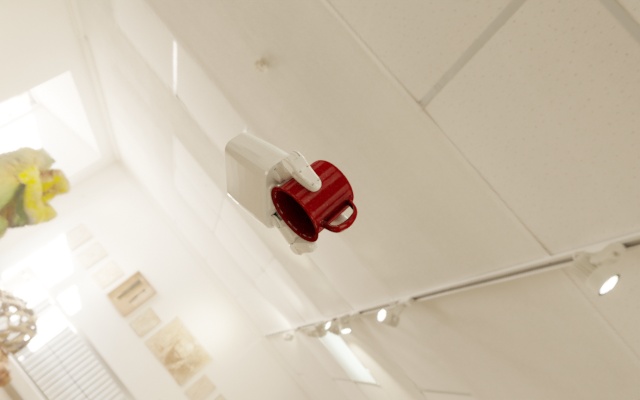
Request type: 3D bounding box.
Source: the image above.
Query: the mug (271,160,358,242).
[{"bbox_3d":[0.001,0.003,0.657,0.081,0.093,0.117,-40,51,-24],"label":"mug"}]
